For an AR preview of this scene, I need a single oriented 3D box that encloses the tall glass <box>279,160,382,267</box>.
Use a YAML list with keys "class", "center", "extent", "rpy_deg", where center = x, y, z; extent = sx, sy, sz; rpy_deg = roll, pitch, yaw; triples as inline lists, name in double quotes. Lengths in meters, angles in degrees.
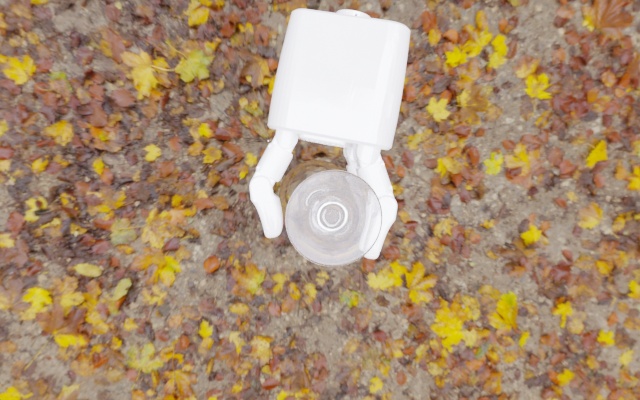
- class: "tall glass"
  center: [0.000, 0.002, 0.457]
  extent: [0.079, 0.079, 0.201]
  rpy_deg: [0, 7, -6]
